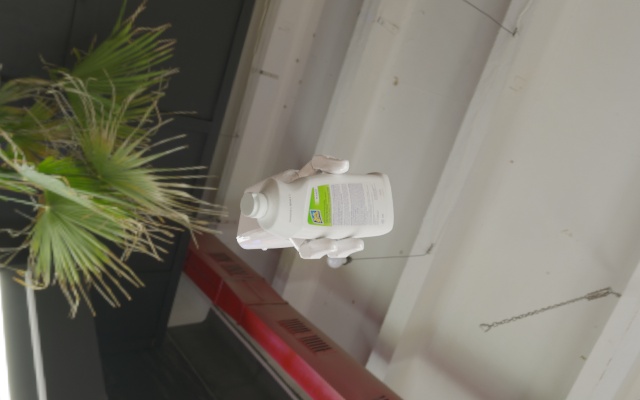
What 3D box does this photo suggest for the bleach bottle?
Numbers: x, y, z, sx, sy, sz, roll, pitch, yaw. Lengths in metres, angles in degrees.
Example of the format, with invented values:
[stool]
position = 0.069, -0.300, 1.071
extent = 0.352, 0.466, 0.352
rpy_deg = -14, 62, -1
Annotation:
[bleach bottle]
position = 0.000, 0.002, 0.660
extent = 0.251, 0.102, 0.068
rpy_deg = 4, -14, -45
